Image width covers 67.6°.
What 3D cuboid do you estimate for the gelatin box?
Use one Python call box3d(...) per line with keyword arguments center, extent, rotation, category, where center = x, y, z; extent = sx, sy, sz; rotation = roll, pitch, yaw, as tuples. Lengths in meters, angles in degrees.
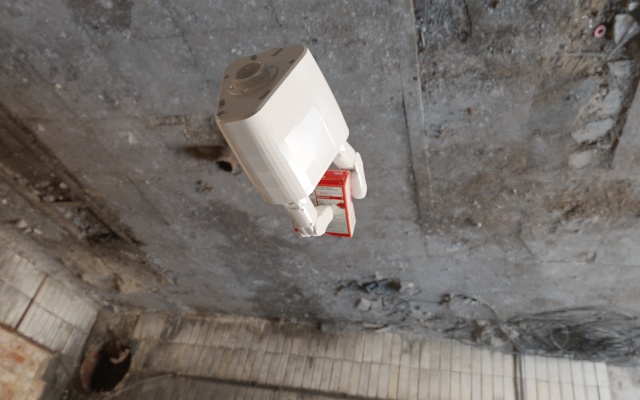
box3d(center=(0.000, 0.002, 0.563), extent=(0.073, 0.089, 0.030), rotation=(4, 46, 16), category="gelatin box")
